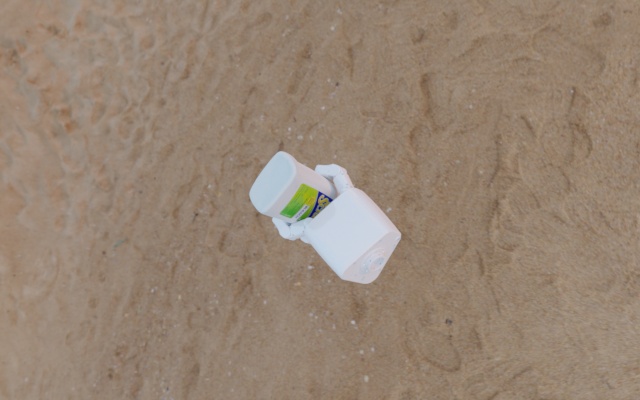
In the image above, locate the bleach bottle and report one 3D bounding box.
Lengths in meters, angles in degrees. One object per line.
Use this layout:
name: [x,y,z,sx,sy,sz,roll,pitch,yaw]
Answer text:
bleach bottle: [0.000,0.003,0.825,0.251,0.102,0.068,21,24,-49]
